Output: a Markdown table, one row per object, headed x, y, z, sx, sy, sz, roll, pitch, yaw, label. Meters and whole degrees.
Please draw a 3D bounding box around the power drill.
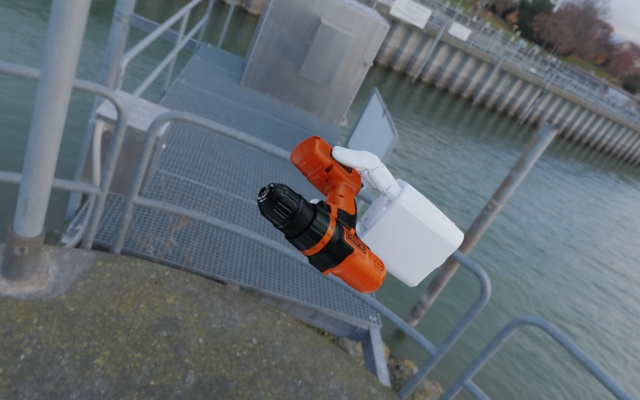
| x | y | z | sx | sy | sz | roll | pitch | yaw | label |
| --- | --- | --- | --- | --- | --- | --- | --- | --- | --- |
| 0.000 | 0.002 | 0.574 | 0.057 | 0.187 | 0.184 | -34 | -58 | 23 | power drill |
